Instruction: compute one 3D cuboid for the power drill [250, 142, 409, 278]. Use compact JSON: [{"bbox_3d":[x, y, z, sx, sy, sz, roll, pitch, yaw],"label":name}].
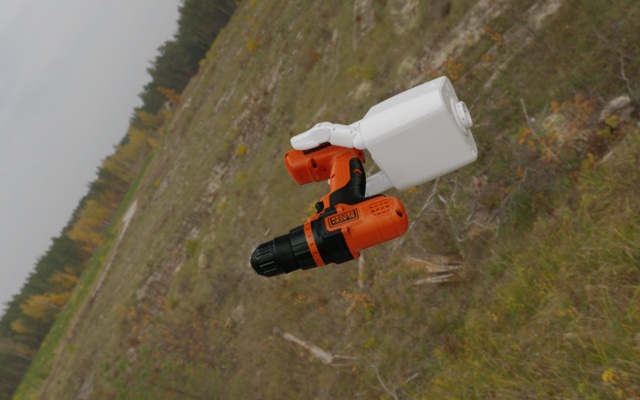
[{"bbox_3d":[0.000,0.001,0.587,0.184,0.057,0.187,-18,42,6],"label":"power drill"}]
